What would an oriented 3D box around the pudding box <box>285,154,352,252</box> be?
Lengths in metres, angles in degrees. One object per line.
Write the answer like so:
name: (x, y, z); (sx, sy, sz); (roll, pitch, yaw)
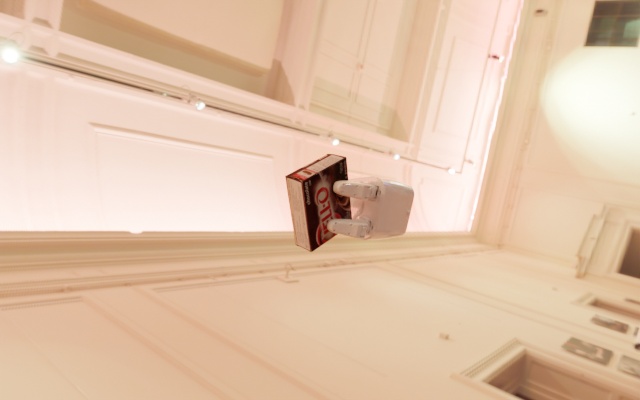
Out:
pudding box: (0.000, 0.002, 0.668); (0.039, 0.113, 0.090); (16, 35, 40)
